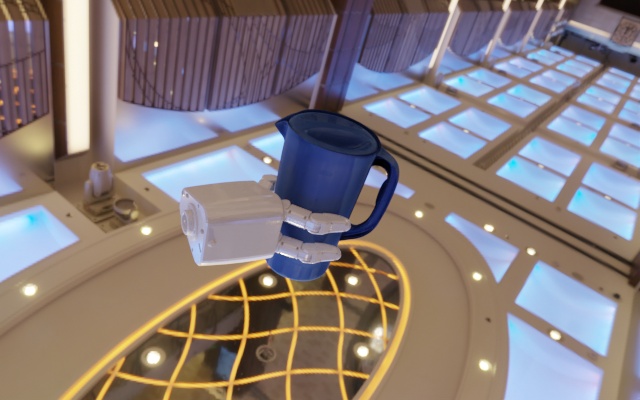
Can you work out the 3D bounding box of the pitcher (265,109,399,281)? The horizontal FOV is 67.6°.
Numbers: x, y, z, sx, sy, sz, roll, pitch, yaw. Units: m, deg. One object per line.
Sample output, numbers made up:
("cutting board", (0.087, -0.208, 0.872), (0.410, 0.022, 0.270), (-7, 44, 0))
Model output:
("pitcher", (0.000, 0.002, 0.706), (0.145, 0.243, 0.149), (-6, 38, -33))
